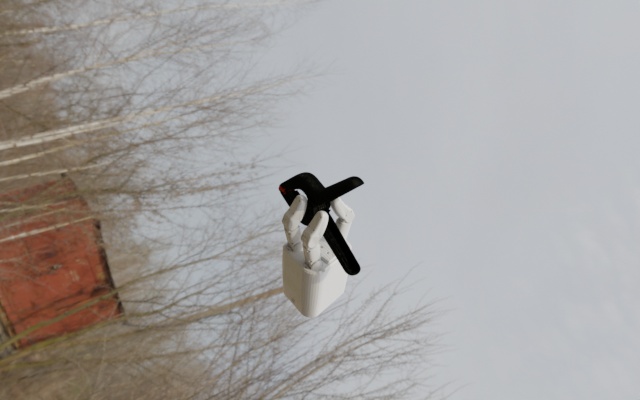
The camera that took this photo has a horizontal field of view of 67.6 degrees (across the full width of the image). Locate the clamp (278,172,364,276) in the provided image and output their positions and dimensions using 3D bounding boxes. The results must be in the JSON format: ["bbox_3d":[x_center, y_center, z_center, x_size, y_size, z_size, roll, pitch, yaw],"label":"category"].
[{"bbox_3d":[0.000,0.002,0.769,0.036,0.165,0.210,-17,38,-33],"label":"clamp"}]
